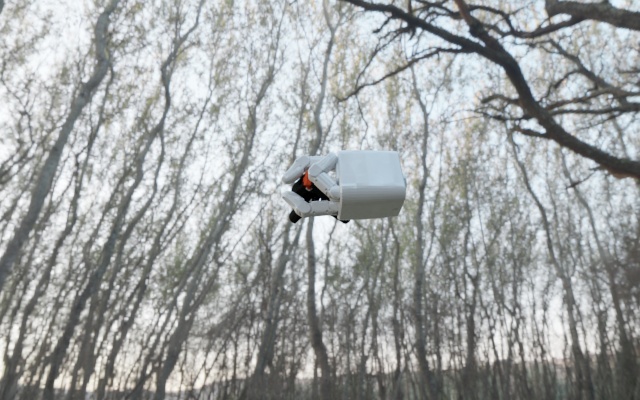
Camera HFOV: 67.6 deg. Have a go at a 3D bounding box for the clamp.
[{"bbox_3d":[0.000,0.002,0.871,0.120,0.039,0.171,-1,-25,-2],"label":"clamp"}]
